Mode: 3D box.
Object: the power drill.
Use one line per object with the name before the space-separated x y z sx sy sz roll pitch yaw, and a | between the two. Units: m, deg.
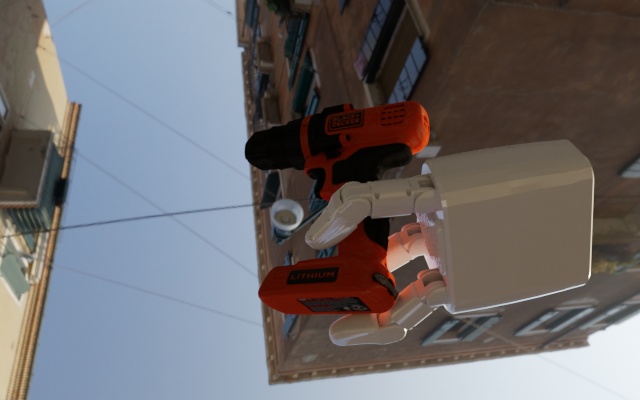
power drill | 0.000 0.002 0.416 0.184 0.187 0.057 -7 -30 26
